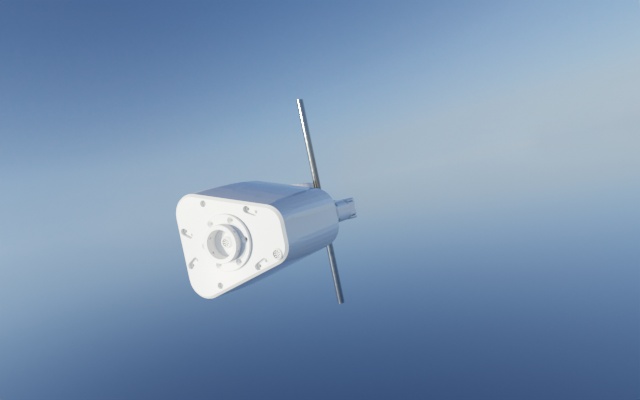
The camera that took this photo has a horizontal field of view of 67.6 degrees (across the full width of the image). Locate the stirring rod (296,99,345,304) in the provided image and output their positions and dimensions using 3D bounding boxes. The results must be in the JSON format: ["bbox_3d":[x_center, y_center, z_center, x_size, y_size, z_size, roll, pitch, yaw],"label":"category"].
[{"bbox_3d":[0.000,0.002,0.554,0.011,0.239,0.011,-12,2,0],"label":"stirring rod"}]
